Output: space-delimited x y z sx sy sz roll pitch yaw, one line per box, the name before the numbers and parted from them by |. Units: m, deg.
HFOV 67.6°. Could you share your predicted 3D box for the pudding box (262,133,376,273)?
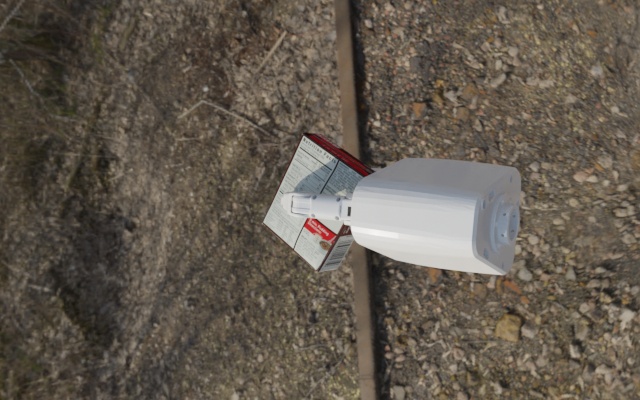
pudding box | 0.000 0.002 0.478 0.090 0.113 0.039 39 22 29
